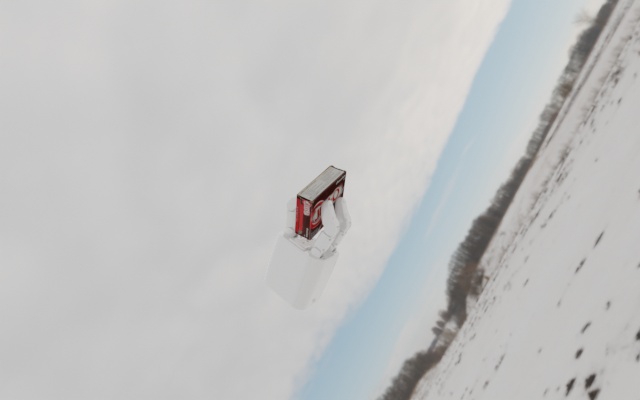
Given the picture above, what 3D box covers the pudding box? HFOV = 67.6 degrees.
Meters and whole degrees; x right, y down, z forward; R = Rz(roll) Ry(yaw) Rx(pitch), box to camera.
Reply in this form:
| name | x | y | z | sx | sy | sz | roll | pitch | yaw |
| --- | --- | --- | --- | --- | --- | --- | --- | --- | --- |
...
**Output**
| name | x | y | z | sx | sy | sz | roll | pitch | yaw |
| --- | --- | --- | --- | --- | --- | --- | --- | --- | --- |
| pudding box | 0.000 | 0.003 | 0.848 | 0.039 | 0.090 | 0.113 | 25 | 44 | 20 |
